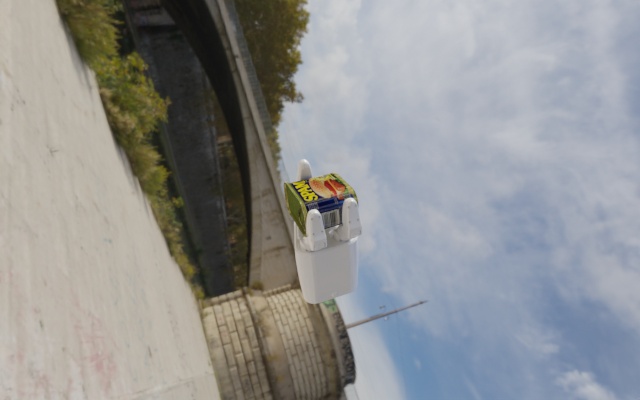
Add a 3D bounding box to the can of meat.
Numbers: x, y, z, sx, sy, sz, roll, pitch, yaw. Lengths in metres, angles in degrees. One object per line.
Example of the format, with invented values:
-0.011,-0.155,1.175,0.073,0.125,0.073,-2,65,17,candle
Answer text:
0.000,0.002,0.713,0.084,0.057,0.102,-14,29,-15,can of meat
